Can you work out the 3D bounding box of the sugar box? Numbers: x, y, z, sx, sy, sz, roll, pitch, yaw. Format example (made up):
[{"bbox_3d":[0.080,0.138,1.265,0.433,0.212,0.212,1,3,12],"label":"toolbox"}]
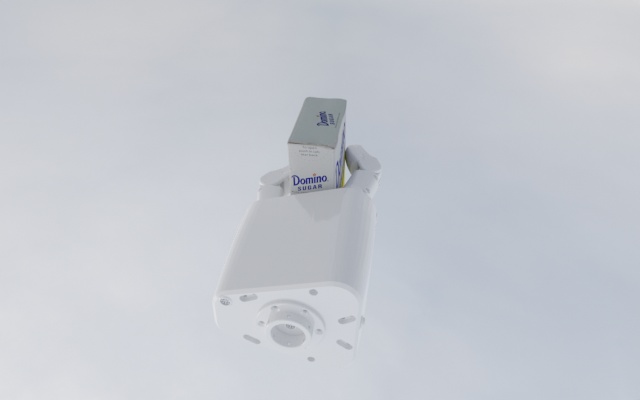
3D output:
[{"bbox_3d":[0.001,0.002,0.456,0.048,0.176,0.093,6,36,5],"label":"sugar box"}]
